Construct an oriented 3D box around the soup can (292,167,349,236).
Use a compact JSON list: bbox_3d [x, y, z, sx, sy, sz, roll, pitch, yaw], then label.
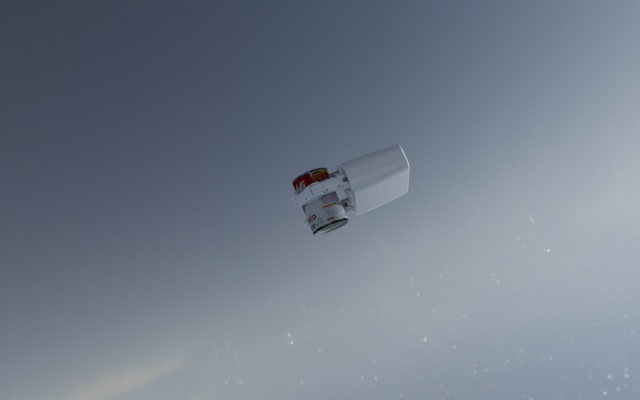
[{"bbox_3d":[0.000,0.003,0.837,0.068,0.102,0.068,-21,-14,-5],"label":"soup can"}]
